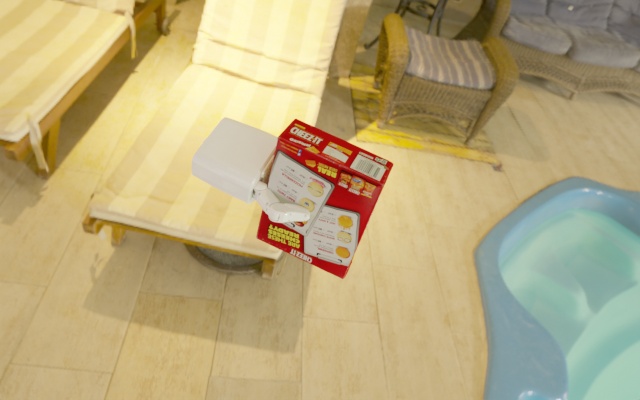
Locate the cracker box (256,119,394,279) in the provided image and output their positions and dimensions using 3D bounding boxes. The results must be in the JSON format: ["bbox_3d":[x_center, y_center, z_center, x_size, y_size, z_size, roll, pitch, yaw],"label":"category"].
[{"bbox_3d":[0.000,0.002,0.741,0.164,0.214,0.072,25,43,8],"label":"cracker box"}]
